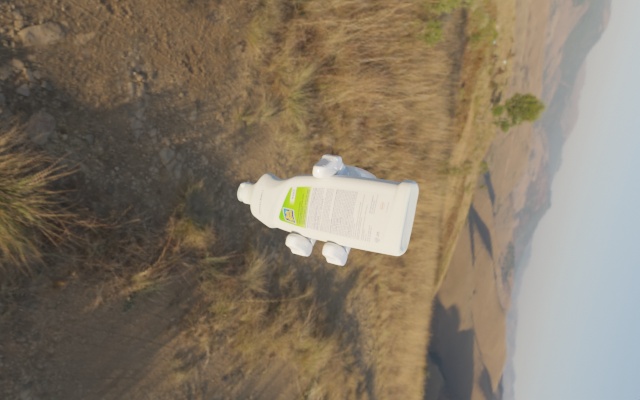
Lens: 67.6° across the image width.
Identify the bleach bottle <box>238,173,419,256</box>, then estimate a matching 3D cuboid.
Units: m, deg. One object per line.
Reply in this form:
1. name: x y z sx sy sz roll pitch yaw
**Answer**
1. bleach bottle: 0.000 0.002 0.659 0.251 0.102 0.068 12 3 22
